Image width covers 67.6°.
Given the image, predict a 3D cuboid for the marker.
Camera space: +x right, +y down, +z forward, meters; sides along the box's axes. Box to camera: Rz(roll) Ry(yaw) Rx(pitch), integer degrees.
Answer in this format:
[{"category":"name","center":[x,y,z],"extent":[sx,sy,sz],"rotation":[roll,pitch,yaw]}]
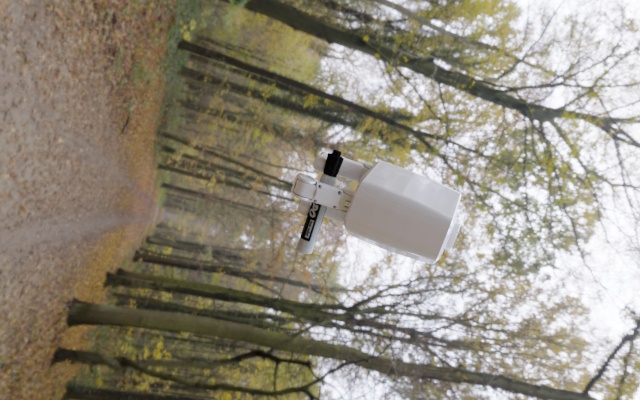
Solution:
[{"category":"marker","center":[0.000,0.002,0.534],"extent":[0.020,0.121,0.020],"rotation":[18,12,-4]}]
